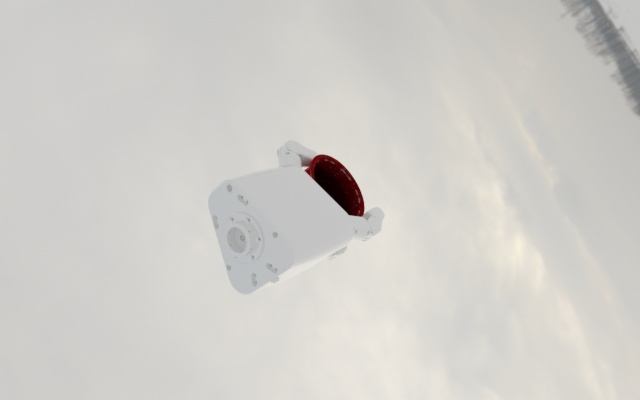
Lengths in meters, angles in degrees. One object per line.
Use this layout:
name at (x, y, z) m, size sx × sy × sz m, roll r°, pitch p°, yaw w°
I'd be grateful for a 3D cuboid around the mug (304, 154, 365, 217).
mug at (0.001, 0.002, 0.595) m, size 0.081 × 0.093 × 0.117 m, roll -33°, pitch -10°, yaw 32°
